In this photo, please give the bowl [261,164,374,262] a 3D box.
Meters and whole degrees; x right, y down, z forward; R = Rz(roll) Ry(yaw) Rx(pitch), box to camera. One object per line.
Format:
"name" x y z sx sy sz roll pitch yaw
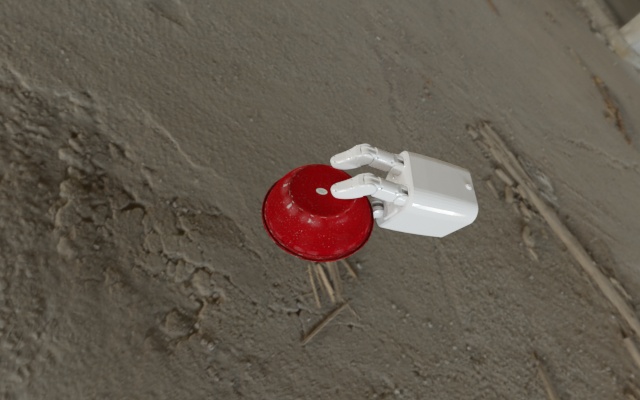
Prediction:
"bowl" -0.001 0.002 0.658 0.162 0.162 0.055 0 -37 -9
